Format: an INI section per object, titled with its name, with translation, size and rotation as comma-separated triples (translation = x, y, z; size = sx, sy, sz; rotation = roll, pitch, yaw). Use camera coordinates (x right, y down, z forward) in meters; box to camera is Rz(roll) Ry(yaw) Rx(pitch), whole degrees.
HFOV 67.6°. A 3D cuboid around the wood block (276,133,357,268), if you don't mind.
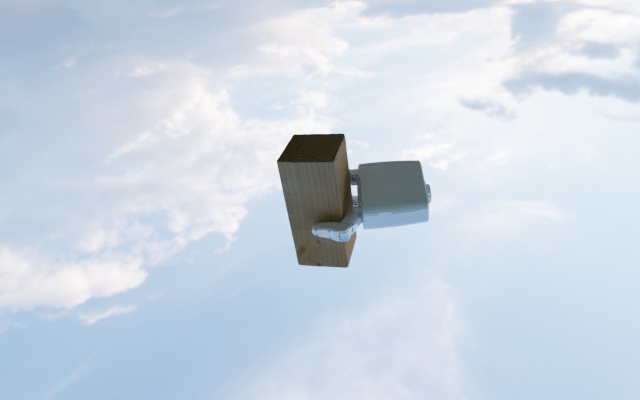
[wood block]
translation = 0.000, 0.003, 0.783
size = 0.090, 0.206, 0.090
rotation = 2, 35, 16
